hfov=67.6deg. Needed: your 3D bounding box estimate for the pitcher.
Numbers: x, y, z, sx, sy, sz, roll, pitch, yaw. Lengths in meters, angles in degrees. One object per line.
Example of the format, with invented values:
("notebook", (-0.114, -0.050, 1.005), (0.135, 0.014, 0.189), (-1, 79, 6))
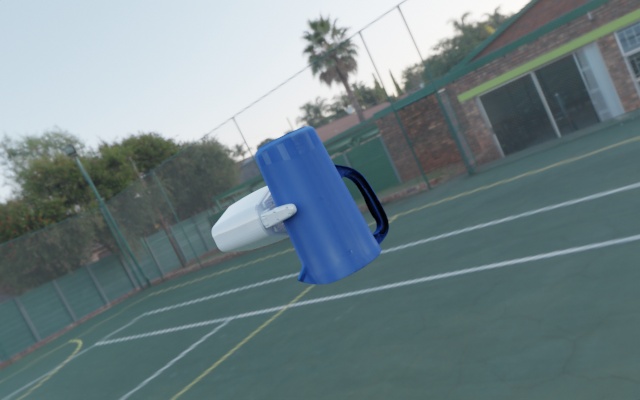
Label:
("pitcher", (0.000, 0.003, 0.787), (0.145, 0.243, 0.149), (-24, 5, 26))
